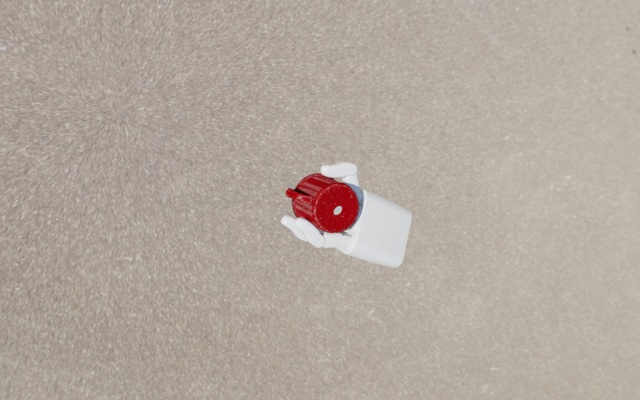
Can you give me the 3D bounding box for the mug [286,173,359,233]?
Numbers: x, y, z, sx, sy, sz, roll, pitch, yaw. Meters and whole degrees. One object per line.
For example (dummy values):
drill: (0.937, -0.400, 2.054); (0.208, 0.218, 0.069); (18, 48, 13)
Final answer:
mug: (-0.001, 0.002, 0.768); (0.117, 0.093, 0.081); (19, 2, -26)
